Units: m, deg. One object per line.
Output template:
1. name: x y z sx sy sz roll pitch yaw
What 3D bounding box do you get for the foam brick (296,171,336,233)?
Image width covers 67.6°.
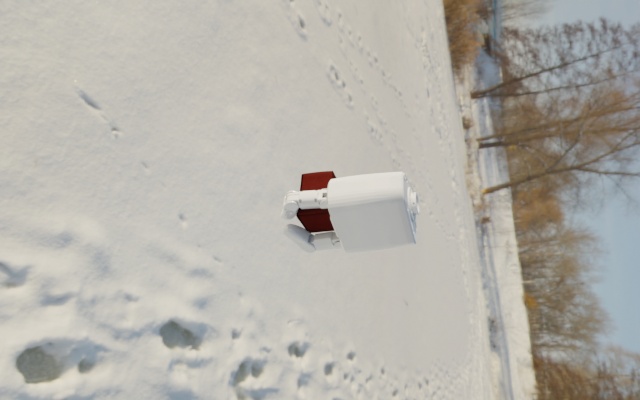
1. foam brick: 0.000 0.002 0.716 0.051 0.078 0.053 -8 -35 19
